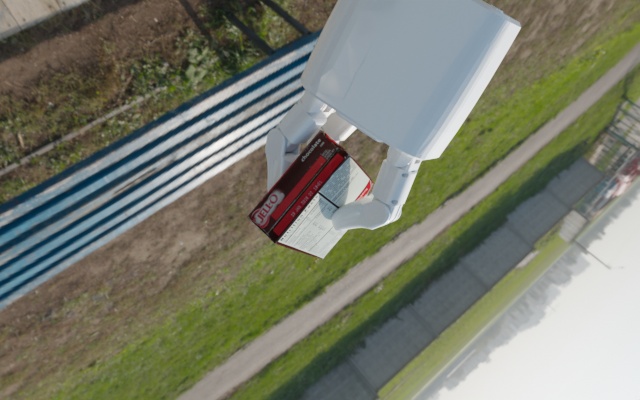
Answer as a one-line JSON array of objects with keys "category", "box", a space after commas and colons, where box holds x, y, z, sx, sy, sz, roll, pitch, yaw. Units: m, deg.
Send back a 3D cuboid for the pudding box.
[{"category": "pudding box", "box": [0.000, 0.001, 0.409, 0.039, 0.090, 0.113, 43, 3, 25]}]
